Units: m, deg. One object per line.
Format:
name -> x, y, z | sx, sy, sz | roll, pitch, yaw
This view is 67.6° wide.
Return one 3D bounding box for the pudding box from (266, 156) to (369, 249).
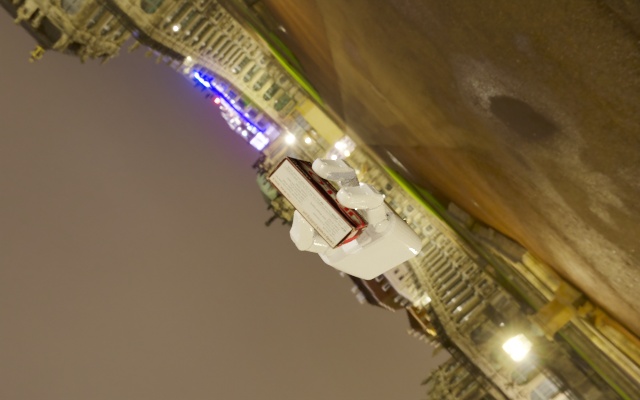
pudding box -> 0.000, 0.002, 0.552 | 0.113, 0.039, 0.090 | 45, 10, 11
